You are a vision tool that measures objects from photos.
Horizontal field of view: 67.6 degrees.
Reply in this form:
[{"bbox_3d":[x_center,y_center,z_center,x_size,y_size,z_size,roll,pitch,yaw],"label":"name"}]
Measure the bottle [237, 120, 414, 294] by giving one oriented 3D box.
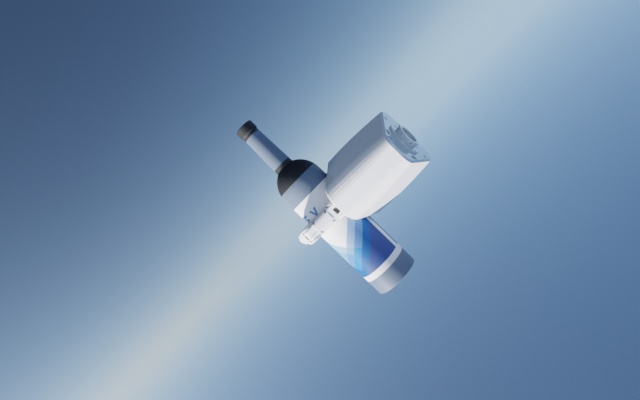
[{"bbox_3d":[0.000,0.002,0.656,0.296,0.069,0.069,44,-1,-1],"label":"bottle"}]
